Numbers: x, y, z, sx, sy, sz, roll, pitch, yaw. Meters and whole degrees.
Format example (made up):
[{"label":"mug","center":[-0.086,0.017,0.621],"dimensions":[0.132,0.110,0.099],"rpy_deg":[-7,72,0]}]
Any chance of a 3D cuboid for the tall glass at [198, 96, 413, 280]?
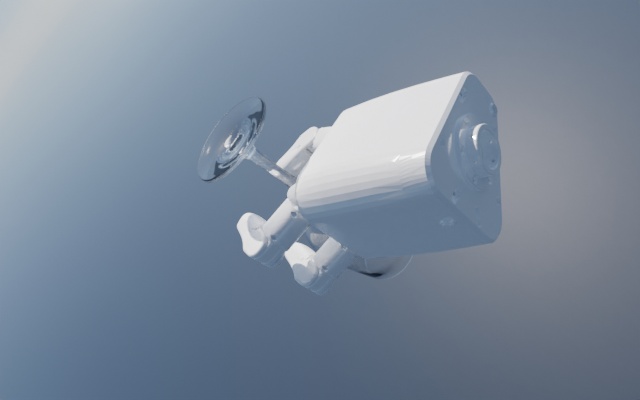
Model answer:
[{"label":"tall glass","center":[0.000,0.001,0.407],"dimensions":[0.201,0.079,0.079],"rpy_deg":[36,-22,-35]}]
